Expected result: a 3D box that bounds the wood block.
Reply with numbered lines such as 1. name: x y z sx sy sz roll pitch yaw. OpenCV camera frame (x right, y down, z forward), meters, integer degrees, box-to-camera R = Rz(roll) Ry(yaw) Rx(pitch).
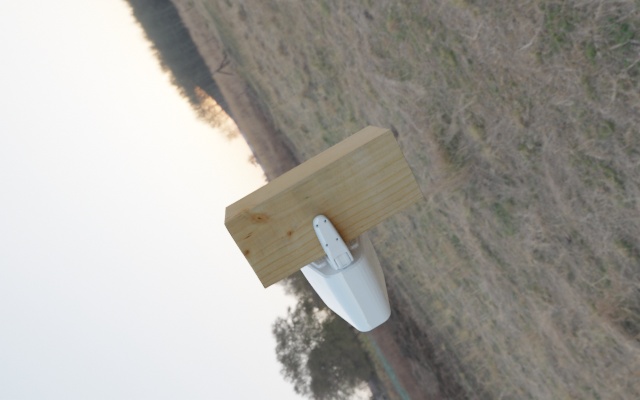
1. wood block: 0.000 0.002 0.560 0.206 0.090 0.091 -30 16 -3
